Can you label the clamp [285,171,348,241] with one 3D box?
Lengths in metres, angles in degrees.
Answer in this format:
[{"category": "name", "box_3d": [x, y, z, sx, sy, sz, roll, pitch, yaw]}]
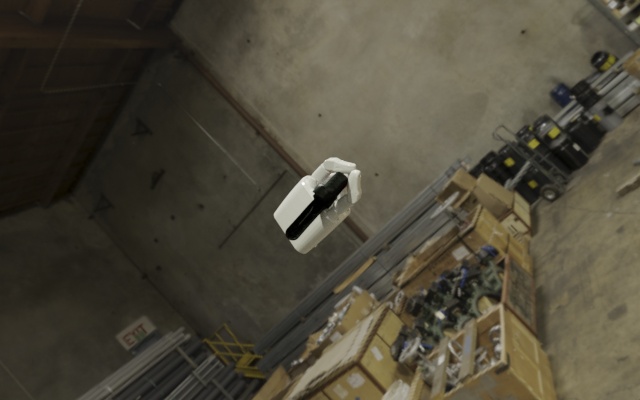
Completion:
[{"category": "clamp", "box_3d": [0.000, 0.002, 0.830, 0.120, 0.039, 0.171, -47, -6, 28]}]
